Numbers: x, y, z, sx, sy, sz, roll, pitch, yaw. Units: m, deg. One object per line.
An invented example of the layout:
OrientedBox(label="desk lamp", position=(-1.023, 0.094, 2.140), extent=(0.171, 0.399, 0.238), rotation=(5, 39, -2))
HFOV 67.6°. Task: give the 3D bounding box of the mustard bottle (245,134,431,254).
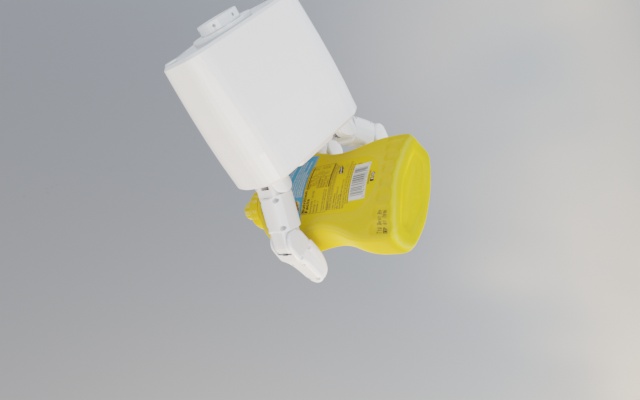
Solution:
OrientedBox(label="mustard bottle", position=(0.000, 0.002, 0.430), extent=(0.191, 0.096, 0.058), rotation=(-7, -30, 40))
